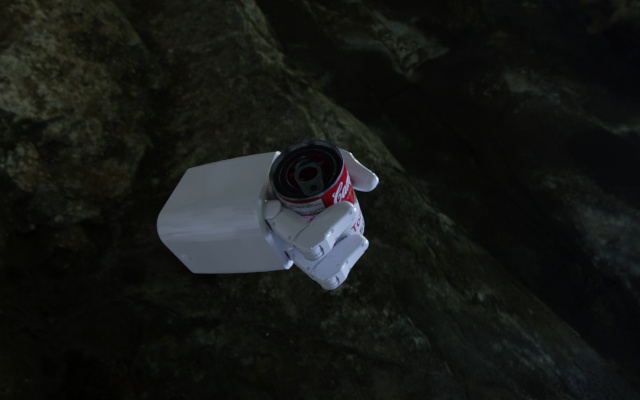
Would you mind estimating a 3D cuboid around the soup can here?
[{"bbox_3d":[0.001,0.001,0.454,0.068,0.068,0.102,0,-36,19],"label":"soup can"}]
